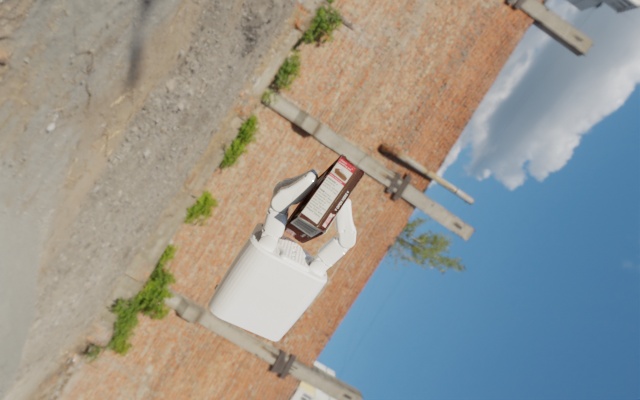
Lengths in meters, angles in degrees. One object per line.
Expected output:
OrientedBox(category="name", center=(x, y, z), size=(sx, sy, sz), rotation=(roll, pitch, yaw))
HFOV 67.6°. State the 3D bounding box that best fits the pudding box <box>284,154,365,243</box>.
OrientedBox(category="pudding box", center=(0.000, 0.002, 0.574), size=(0.039, 0.090, 0.113), rotation=(37, -17, -7))
